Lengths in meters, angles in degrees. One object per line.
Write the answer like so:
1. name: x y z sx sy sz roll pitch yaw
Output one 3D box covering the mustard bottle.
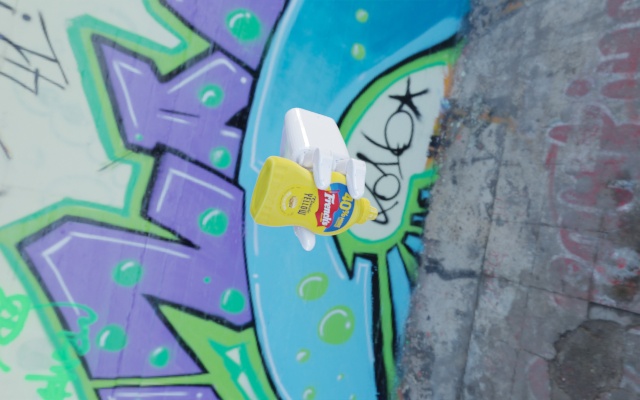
1. mustard bottle: 0.000 0.002 0.699 0.191 0.096 0.058 12 17 -27
